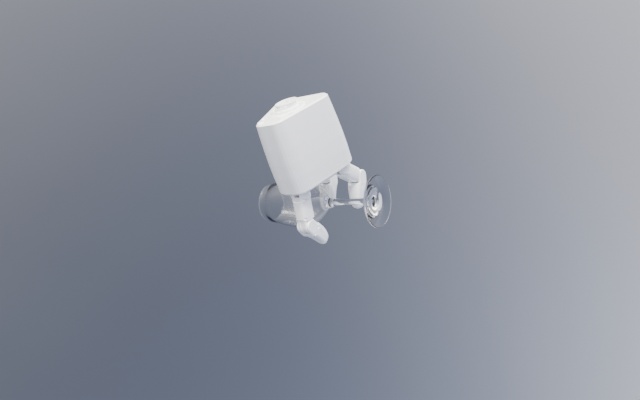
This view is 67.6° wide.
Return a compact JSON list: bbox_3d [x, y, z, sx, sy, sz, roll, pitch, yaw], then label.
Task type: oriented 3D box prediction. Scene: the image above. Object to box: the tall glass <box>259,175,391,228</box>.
[{"bbox_3d":[0.001,0.003,0.721,0.201,0.079,0.079,-1,-1,36],"label":"tall glass"}]
